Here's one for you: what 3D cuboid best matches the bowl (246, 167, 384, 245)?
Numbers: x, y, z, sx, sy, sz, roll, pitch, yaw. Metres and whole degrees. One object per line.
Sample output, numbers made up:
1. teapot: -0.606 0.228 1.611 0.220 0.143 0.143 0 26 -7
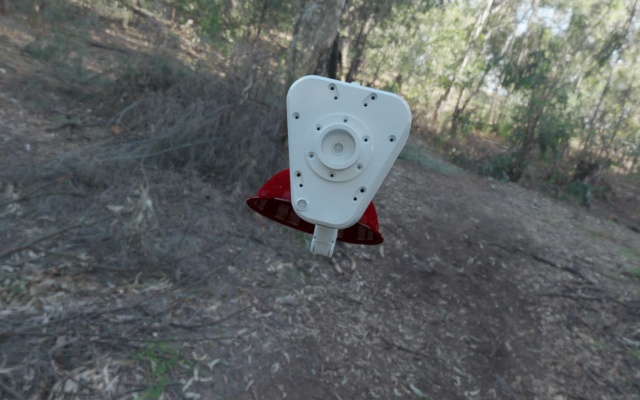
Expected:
1. bowl: 0.000 0.002 0.550 0.162 0.055 0.162 15 -14 4
